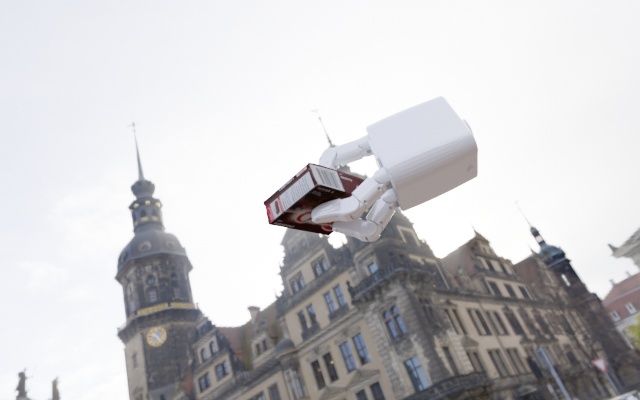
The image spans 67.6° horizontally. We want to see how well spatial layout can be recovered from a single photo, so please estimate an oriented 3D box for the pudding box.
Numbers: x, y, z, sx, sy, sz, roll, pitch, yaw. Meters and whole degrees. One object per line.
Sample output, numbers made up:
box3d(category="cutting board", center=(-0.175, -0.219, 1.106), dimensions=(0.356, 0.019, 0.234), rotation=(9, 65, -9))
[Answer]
box3d(category="pudding box", center=(0.000, 0.002, 0.595), dimensions=(0.113, 0.039, 0.090), rotation=(16, -45, -44))
